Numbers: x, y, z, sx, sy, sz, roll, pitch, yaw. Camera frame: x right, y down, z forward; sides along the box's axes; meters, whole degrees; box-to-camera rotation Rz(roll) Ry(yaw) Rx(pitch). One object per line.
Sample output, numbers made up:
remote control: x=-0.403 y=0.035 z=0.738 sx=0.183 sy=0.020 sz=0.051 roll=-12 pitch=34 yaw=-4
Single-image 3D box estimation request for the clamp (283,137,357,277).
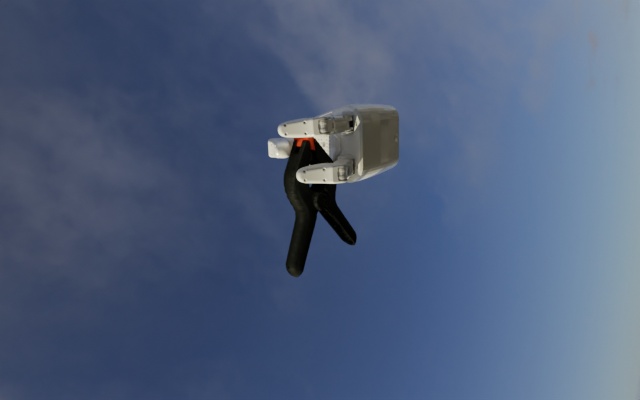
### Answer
clamp: x=0.000 y=0.002 z=0.609 sx=0.039 sy=0.171 sz=0.120 roll=9 pitch=16 yaw=38
